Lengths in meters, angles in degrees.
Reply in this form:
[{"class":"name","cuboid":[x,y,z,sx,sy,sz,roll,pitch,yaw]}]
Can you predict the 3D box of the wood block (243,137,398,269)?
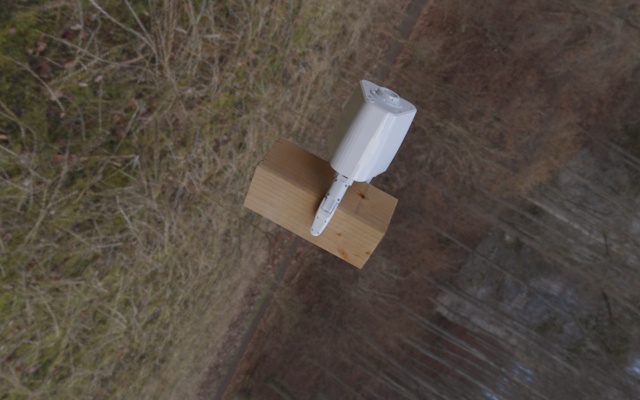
[{"class":"wood block","cuboid":[0.000,0.002,0.732,0.206,0.090,0.090,28,41,2]}]
